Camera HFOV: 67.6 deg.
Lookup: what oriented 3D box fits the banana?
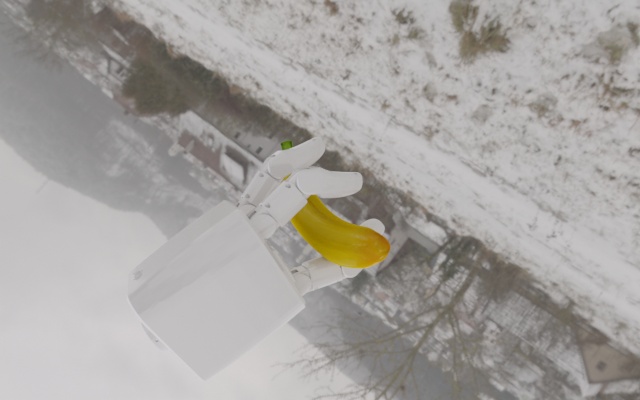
[{"bbox_3d":[0.001,0.015,0.436,0.037,0.070,0.197,-21,38,-19],"label":"banana"}]
